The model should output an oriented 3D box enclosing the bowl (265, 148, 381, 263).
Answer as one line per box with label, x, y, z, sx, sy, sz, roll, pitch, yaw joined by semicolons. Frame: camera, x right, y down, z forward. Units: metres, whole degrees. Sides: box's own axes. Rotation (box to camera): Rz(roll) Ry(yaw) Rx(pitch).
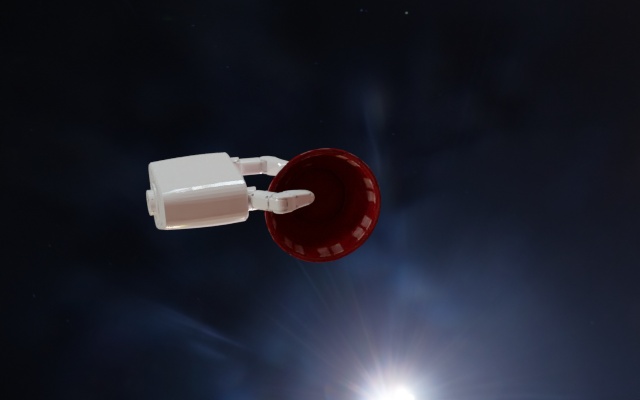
bowl;0.001;0.002;0.668;0.162;0.162;0.055;0;17;-13
